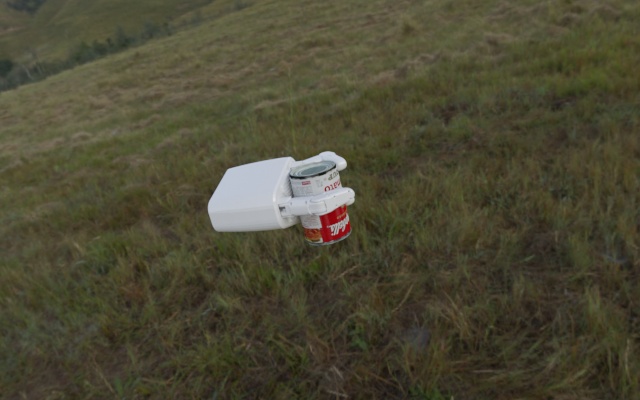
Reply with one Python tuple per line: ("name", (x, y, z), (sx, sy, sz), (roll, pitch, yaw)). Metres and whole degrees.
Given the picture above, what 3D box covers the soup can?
("soup can", (0.000, 0.002, 0.667), (0.068, 0.102, 0.068), (-12, 19, 4))
